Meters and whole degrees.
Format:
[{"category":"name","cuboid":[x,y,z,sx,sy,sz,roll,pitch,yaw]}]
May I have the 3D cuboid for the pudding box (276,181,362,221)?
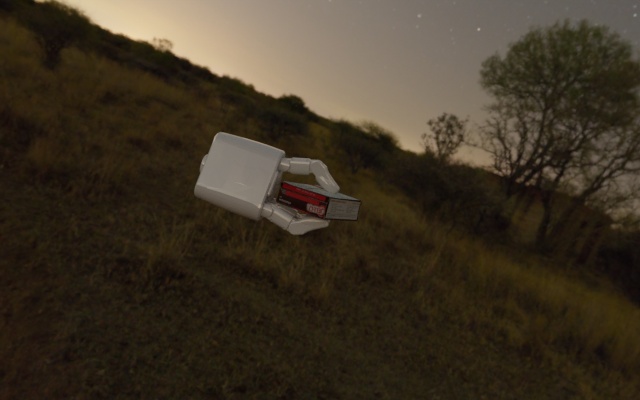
[{"category":"pudding box","cuboid":[0.000,0.002,0.738,0.090,0.039,0.113,20,9,30]}]
